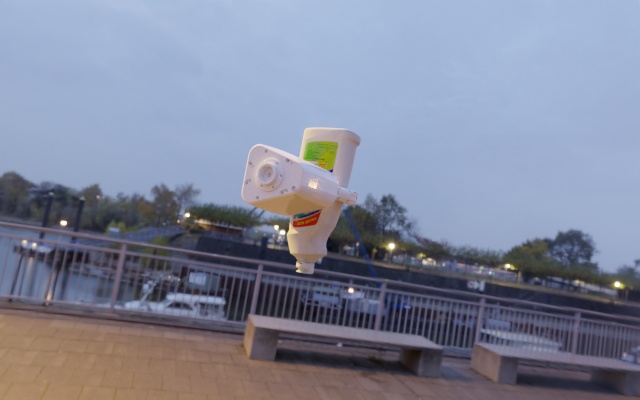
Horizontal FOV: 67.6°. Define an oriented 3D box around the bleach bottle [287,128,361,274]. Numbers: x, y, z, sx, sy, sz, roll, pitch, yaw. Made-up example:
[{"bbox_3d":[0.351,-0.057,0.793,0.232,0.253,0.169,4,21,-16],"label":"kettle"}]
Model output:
[{"bbox_3d":[0.000,0.003,0.832,0.102,0.251,0.068,6,-6,29],"label":"bleach bottle"}]
